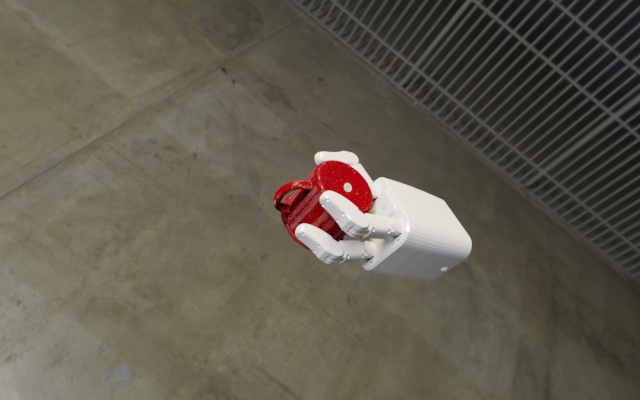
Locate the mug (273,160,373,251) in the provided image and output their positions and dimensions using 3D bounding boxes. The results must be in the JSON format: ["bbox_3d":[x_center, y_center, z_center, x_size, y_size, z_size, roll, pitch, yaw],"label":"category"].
[{"bbox_3d":[-0.001,0.001,0.579,0.117,0.093,0.081,15,-43,-28],"label":"mug"}]
